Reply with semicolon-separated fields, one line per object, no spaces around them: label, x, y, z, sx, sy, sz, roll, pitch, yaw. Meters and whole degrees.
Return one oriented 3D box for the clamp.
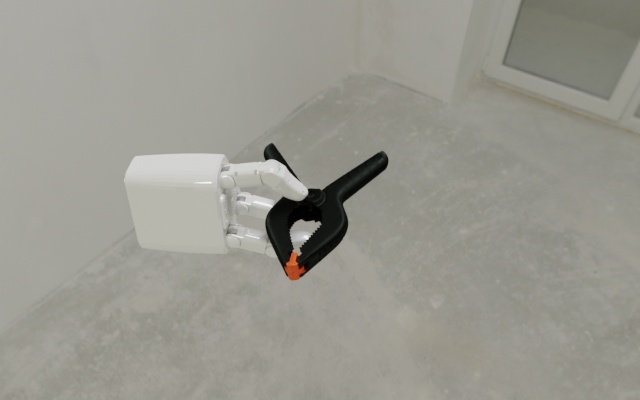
clamp;0.000;0.002;0.565;0.164;0.036;0.209;0;45;6
